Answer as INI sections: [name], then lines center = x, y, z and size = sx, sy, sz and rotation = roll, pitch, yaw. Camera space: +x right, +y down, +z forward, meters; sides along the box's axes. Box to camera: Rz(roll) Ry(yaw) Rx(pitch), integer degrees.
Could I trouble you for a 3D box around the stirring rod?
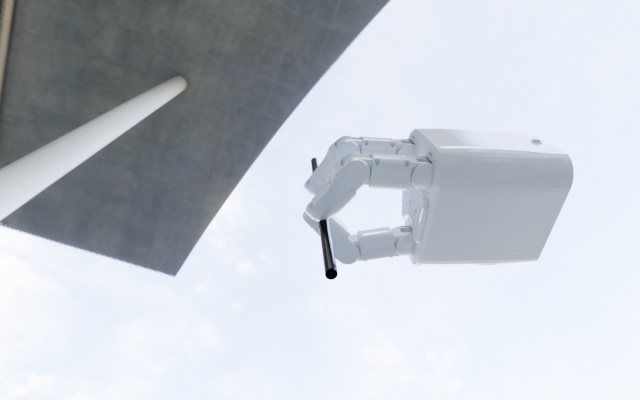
[stirring rod]
center = 0.000, 0.001, 0.404
size = 0.011, 0.011, 0.239
rotation = 0, 21, -3
